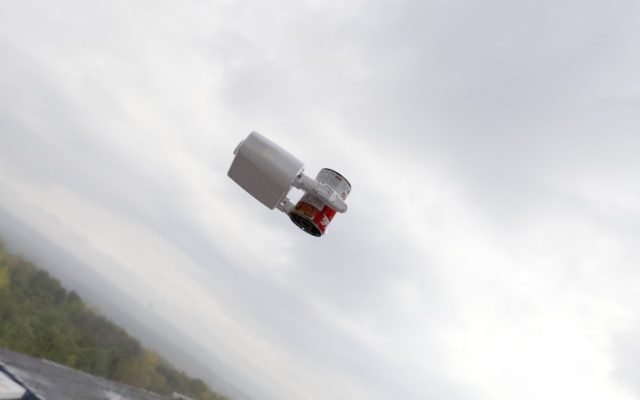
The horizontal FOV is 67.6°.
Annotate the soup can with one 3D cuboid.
[{"bbox_3d":[0.001,0.003,0.822,0.068,0.102,0.068,30,-21,13],"label":"soup can"}]
